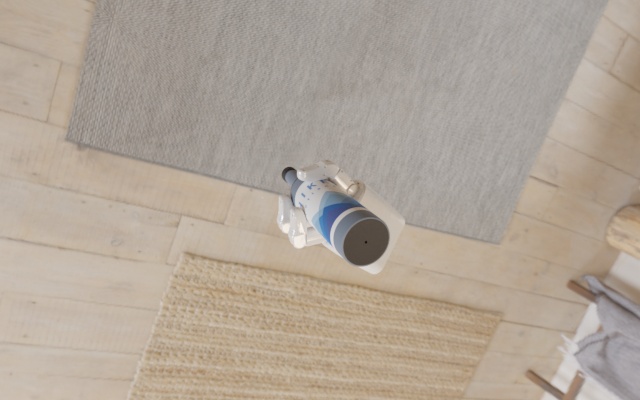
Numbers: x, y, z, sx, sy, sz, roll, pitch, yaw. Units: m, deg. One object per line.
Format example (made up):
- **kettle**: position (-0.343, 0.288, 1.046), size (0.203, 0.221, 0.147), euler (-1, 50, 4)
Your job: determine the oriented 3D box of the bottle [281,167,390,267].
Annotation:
- **bottle**: position (0.000, 0.002, 0.703), size (0.069, 0.069, 0.295), euler (0, 19, -23)
